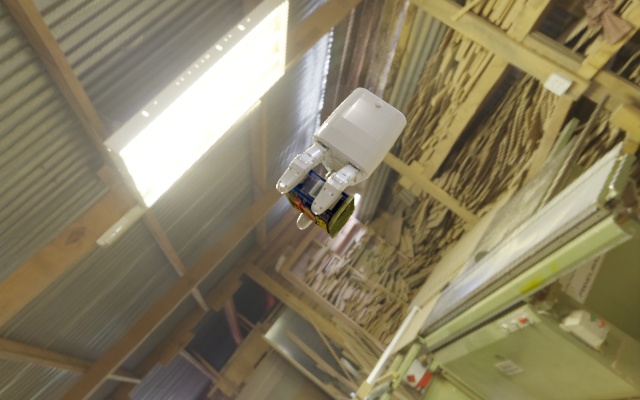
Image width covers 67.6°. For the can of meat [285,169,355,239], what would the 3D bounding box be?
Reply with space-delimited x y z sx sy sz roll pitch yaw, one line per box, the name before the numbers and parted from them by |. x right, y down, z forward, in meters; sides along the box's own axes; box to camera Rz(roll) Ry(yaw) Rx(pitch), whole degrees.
can of meat | 0.000 0.002 0.688 0.084 0.057 0.102 36 -9 11
